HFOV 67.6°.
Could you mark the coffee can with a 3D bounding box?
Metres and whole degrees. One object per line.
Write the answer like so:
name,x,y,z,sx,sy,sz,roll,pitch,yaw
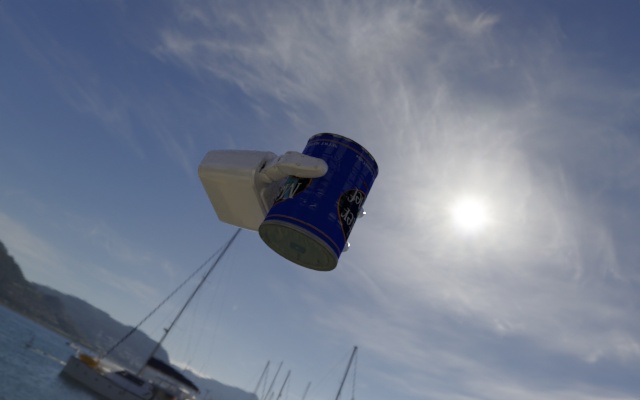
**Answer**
coffee can,0.000,0.002,0.594,0.103,0.140,0.103,21,-27,11
